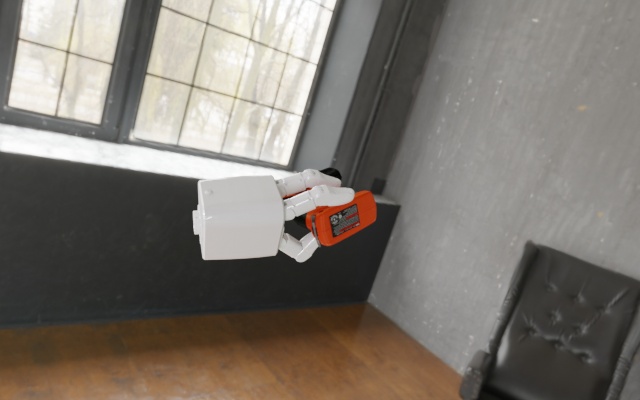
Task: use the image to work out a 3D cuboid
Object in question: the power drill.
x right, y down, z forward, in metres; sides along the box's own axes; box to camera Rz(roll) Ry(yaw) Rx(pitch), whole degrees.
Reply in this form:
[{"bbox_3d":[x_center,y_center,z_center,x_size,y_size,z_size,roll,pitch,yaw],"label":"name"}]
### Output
[{"bbox_3d":[0.000,0.003,0.757,0.184,0.057,0.187,-27,25,-28],"label":"power drill"}]
